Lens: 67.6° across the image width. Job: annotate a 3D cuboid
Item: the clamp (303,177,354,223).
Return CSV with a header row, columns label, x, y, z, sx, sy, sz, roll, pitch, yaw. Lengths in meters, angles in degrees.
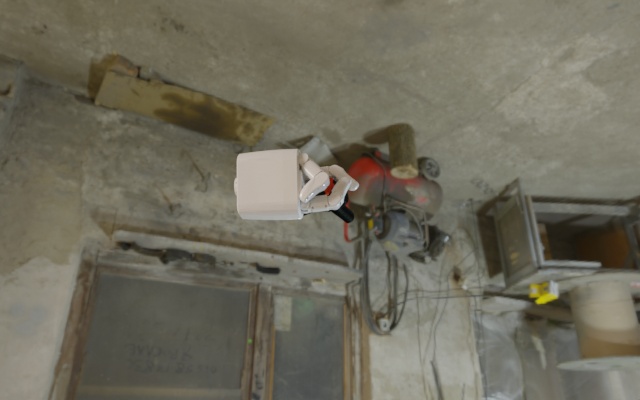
label,x,y,z,sx,sy,sz,roll,pitch,yaw
clamp,0.000,0.003,0.890,0.120,0.039,0.171,-2,-24,5
